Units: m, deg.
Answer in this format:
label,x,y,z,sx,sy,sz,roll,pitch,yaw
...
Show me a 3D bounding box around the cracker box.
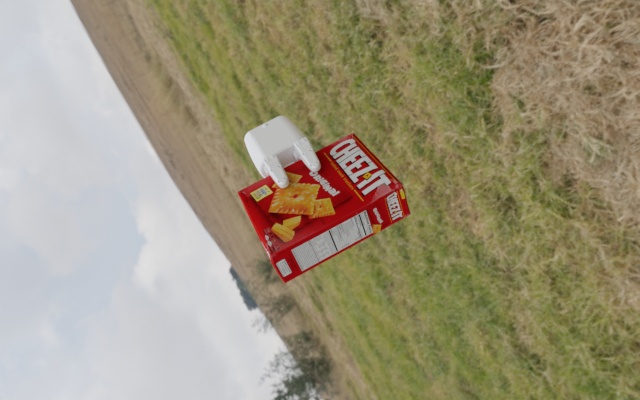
label,x,y,z,sx,sy,sz,roll,pitch,yaw
cracker box,0.000,0.003,0.727,0.213,0.072,0.164,-28,44,-6
